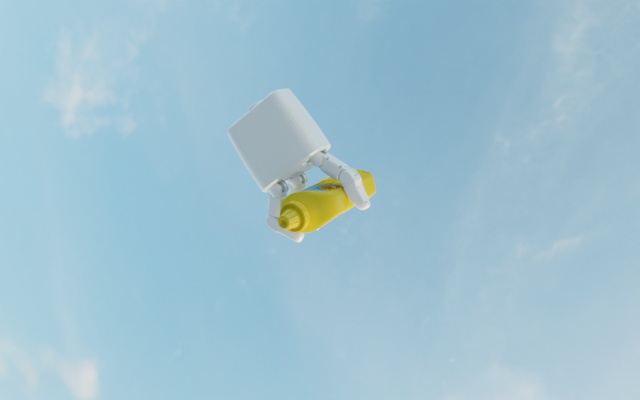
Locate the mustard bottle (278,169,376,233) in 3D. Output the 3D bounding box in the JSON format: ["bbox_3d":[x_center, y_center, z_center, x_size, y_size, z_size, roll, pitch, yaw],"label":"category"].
[{"bbox_3d":[0.000,0.002,0.685,0.096,0.058,0.191,-8,11,33],"label":"mustard bottle"}]
